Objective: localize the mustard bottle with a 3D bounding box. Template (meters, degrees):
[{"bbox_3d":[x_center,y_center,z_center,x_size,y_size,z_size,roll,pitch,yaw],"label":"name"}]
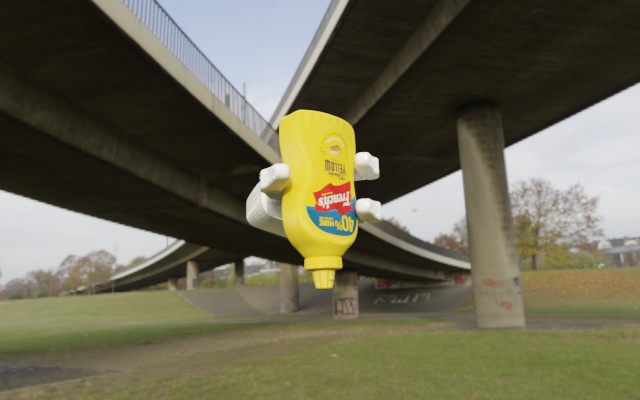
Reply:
[{"bbox_3d":[0.000,0.001,0.534,0.058,0.191,0.096,-13,-17,42],"label":"mustard bottle"}]
